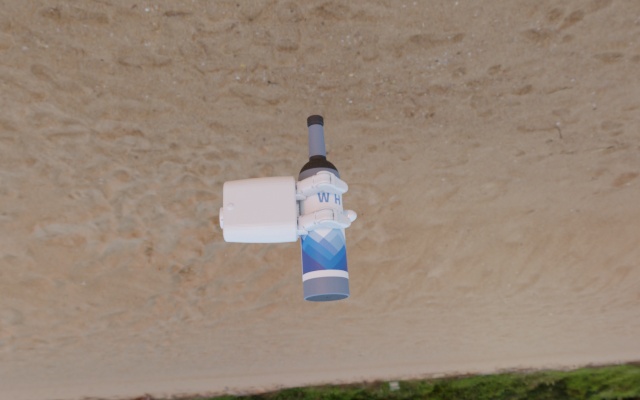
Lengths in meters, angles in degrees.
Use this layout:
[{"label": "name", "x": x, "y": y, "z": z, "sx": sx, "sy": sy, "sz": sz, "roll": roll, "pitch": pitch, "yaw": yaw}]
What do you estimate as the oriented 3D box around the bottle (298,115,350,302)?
[{"label": "bottle", "x": 0.000, "y": 0.003, "z": 0.736, "sx": 0.069, "sy": 0.295, "sz": 0.069, "roll": -3, "pitch": -21, "yaw": -1}]
